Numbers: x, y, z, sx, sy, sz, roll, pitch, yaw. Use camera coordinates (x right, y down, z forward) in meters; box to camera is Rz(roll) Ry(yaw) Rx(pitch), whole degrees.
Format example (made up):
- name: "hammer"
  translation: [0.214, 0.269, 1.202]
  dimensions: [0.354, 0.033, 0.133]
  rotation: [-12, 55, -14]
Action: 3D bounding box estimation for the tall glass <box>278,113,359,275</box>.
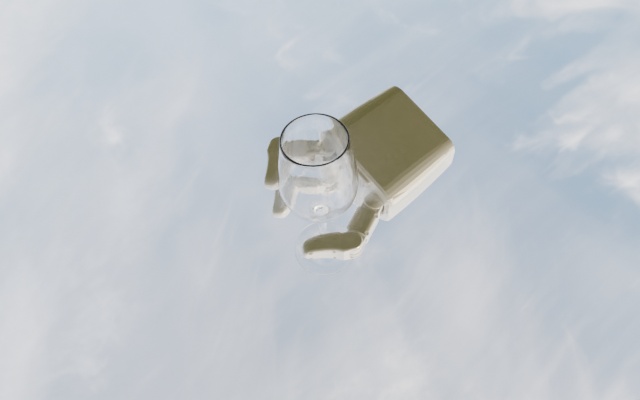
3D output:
- name: "tall glass"
  translation: [0.000, 0.002, 0.495]
  dimensions: [0.079, 0.079, 0.201]
  rotation: [0, -33, 4]
